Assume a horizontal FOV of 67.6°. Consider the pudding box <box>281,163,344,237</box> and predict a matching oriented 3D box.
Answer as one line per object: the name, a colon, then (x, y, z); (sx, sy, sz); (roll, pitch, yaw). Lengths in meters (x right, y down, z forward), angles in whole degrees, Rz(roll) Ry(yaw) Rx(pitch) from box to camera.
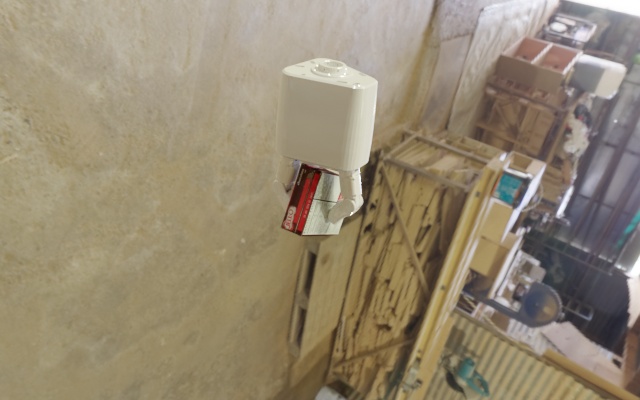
pudding box: (0.000, 0.002, 0.654); (0.039, 0.090, 0.113); (23, 7, 29)
